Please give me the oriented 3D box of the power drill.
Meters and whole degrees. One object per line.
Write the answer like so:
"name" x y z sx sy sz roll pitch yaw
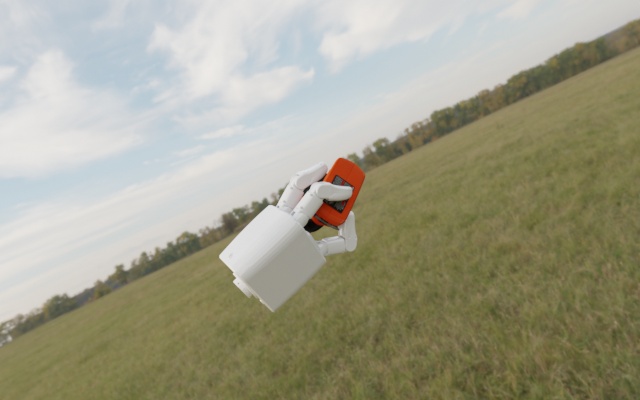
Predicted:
"power drill" 0.000 0.003 0.775 0.057 0.184 0.188 31 -29 -10
